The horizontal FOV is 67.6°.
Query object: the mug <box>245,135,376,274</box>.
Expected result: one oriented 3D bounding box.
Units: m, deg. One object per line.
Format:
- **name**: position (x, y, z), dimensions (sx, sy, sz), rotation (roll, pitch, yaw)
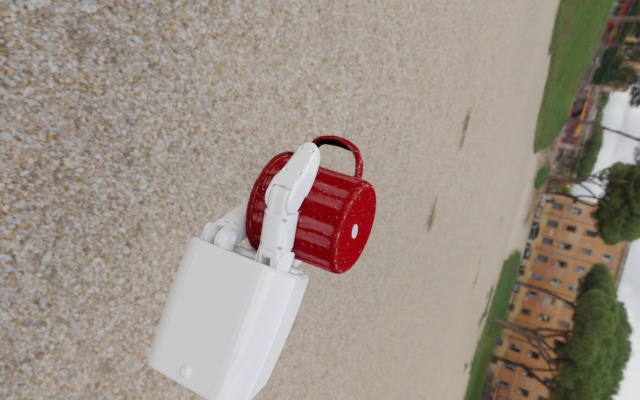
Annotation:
- **mug**: position (0.001, 0.000, 0.409), dimensions (0.081, 0.117, 0.093), rotation (18, -5, 24)
